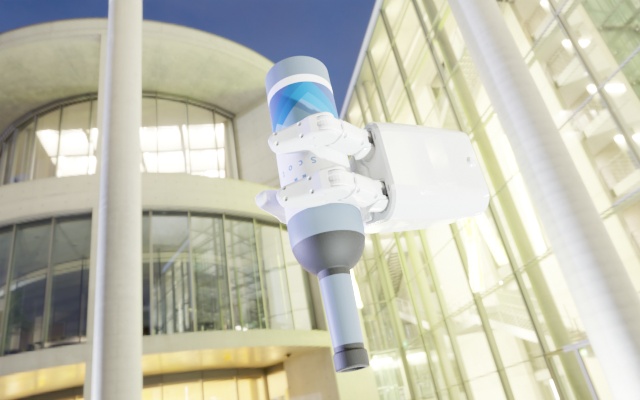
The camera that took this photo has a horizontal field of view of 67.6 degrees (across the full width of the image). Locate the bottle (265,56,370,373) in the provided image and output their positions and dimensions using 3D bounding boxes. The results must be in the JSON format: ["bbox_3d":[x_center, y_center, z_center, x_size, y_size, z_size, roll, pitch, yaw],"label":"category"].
[{"bbox_3d":[0.000,0.001,0.434,0.069,0.295,0.069,-9,-27,-4],"label":"bottle"}]
